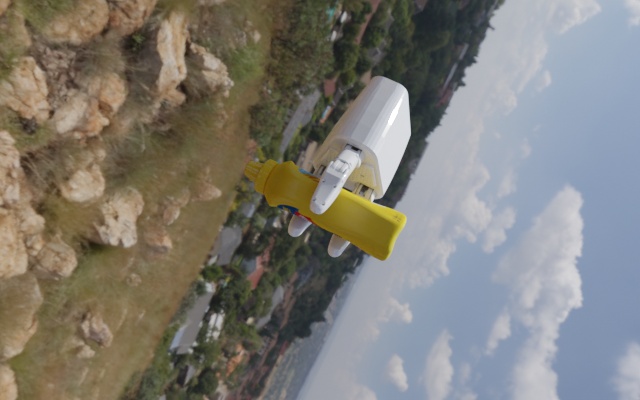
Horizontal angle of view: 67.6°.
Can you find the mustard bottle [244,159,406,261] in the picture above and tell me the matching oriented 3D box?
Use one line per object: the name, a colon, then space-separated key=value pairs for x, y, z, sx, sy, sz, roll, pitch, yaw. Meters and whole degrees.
mustard bottle: x=0.000 y=0.002 z=0.544 sx=0.191 sy=0.058 sz=0.096 roll=26 pitch=1 yaw=8
